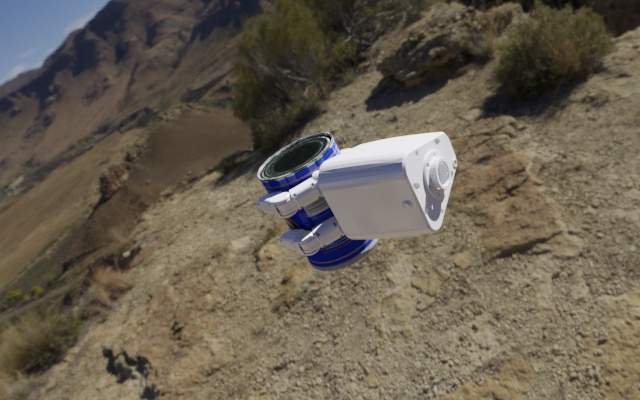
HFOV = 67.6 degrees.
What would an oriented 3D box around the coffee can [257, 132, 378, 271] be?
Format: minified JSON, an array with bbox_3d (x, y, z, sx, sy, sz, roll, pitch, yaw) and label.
[{"bbox_3d":[0.000,0.002,0.595,0.103,0.140,0.102,-24,24,12],"label":"coffee can"}]
